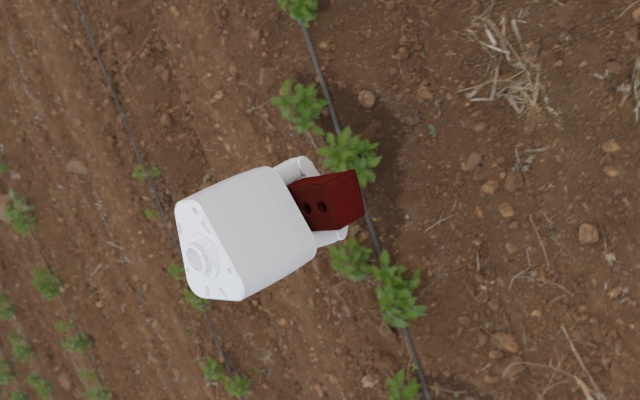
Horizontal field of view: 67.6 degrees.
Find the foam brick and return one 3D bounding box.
[{"bbox_3d":[0.000,0.002,0.521,0.078,0.053,0.051,-7,13,42],"label":"foam brick"}]
